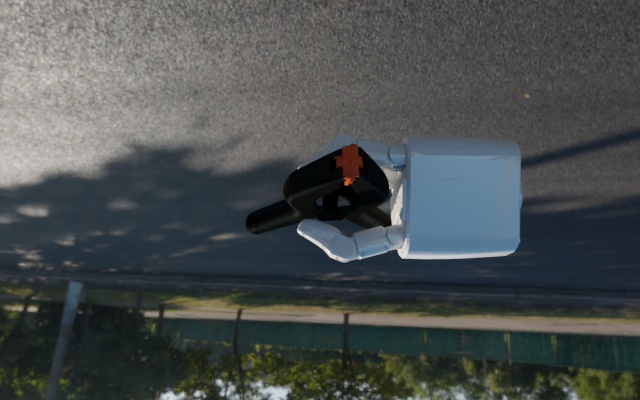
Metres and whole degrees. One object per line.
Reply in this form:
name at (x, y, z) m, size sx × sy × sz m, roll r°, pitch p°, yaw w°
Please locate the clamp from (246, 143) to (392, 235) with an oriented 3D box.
clamp at (0.000, 0.002, 0.459) m, size 0.164 × 0.036 × 0.210 m, roll -2°, pitch -17°, yaw -1°
